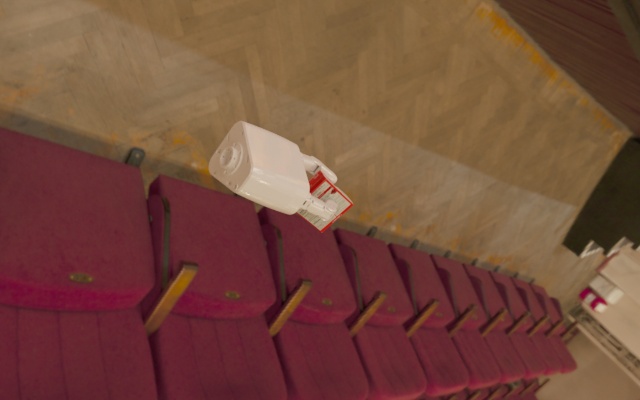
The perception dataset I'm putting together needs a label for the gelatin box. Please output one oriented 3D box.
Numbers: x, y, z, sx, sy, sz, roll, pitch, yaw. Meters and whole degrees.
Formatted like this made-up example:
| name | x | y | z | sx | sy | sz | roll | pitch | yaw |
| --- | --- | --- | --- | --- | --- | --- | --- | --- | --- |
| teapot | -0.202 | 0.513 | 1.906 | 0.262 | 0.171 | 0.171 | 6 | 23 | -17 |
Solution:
| name | x | y | z | sx | sy | sz | roll | pitch | yaw |
| --- | --- | --- | --- | --- | --- | --- | --- | --- | --- |
| gelatin box | 0.000 | 0.003 | 0.781 | 0.089 | 0.073 | 0.030 | 41 | 11 | -43 |
